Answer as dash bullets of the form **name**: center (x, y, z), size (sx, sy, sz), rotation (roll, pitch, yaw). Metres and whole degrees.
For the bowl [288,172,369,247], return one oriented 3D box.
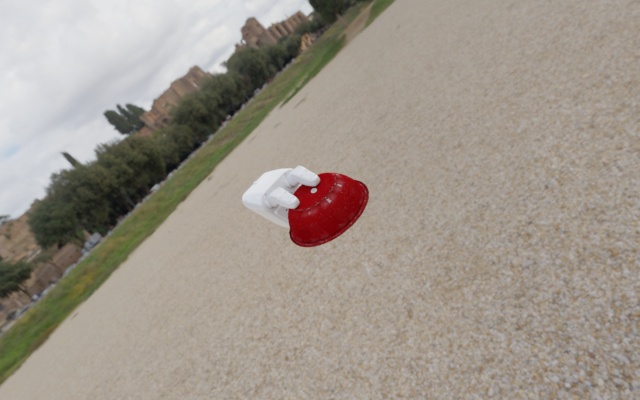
- **bowl**: center (0.001, 0.002, 0.820), size (0.162, 0.162, 0.055), rotation (0, -44, 46)
